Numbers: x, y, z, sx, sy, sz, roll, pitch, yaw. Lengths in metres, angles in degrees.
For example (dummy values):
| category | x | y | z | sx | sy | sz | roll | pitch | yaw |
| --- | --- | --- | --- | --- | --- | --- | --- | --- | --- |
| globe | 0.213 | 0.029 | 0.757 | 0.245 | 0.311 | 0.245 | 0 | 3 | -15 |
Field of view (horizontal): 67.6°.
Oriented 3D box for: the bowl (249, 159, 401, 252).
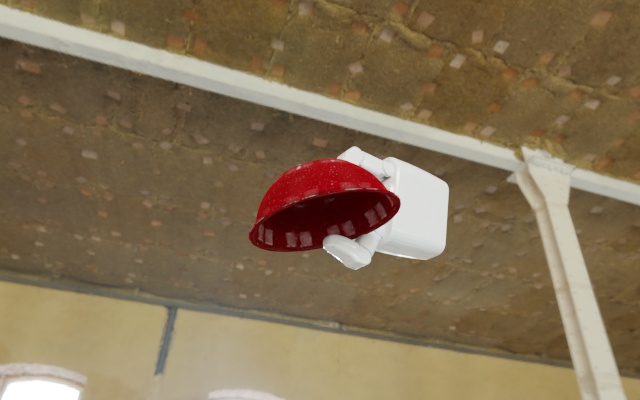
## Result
| category | x | y | z | sx | sy | sz | roll | pitch | yaw |
| --- | --- | --- | --- | --- | --- | --- | --- | --- | --- |
| bowl | -0.001 | 0.001 | 0.506 | 0.162 | 0.055 | 0.162 | -12 | -22 | -5 |
